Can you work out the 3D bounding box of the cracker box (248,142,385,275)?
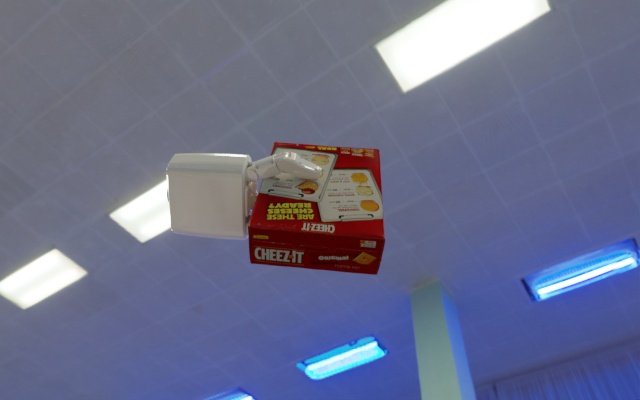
[{"bbox_3d":[0.000,0.002,0.660,0.164,0.072,0.213,5,36,2],"label":"cracker box"}]
